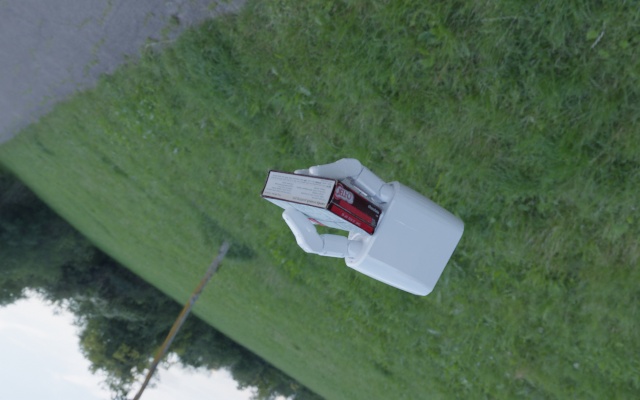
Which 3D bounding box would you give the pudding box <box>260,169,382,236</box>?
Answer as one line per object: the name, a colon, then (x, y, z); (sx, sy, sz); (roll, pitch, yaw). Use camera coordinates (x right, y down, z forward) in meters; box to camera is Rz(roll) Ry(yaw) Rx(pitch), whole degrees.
pudding box: (0.000, 0.002, 0.549); (0.113, 0.039, 0.090); (9, -16, 43)
